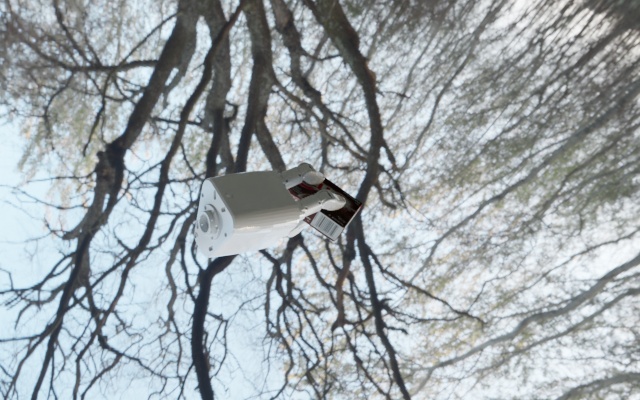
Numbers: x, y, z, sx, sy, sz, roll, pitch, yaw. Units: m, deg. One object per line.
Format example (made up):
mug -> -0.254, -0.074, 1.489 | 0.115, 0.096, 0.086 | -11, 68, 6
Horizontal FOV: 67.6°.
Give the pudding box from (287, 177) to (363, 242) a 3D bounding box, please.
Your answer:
pudding box -> 0.000, 0.003, 0.751 | 0.113, 0.039, 0.090 | 37, 35, 4
